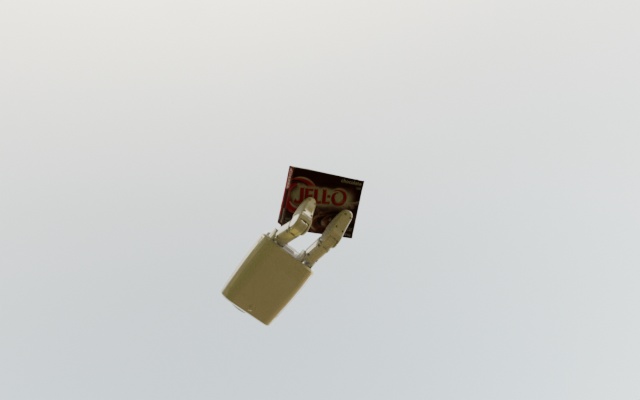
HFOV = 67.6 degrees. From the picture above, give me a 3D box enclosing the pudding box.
[{"bbox_3d":[0.000,0.002,0.708,0.113,0.090,0.039,10,7,-19],"label":"pudding box"}]
